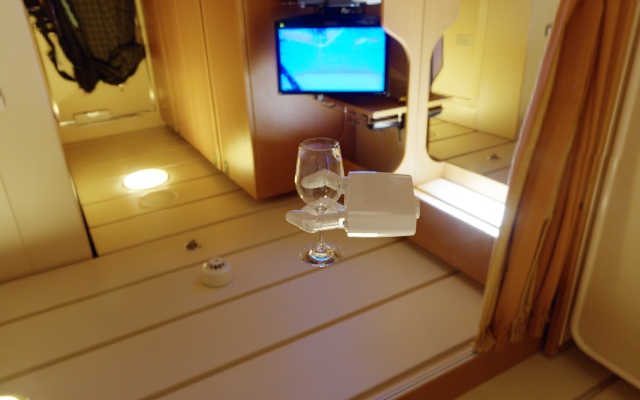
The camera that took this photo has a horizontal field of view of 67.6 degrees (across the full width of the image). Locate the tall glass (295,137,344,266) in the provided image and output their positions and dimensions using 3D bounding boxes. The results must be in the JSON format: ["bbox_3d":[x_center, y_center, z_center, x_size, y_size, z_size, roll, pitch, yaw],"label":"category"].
[{"bbox_3d":[0.000,0.003,0.775,0.079,0.201,0.079,-1,25,1],"label":"tall glass"}]
